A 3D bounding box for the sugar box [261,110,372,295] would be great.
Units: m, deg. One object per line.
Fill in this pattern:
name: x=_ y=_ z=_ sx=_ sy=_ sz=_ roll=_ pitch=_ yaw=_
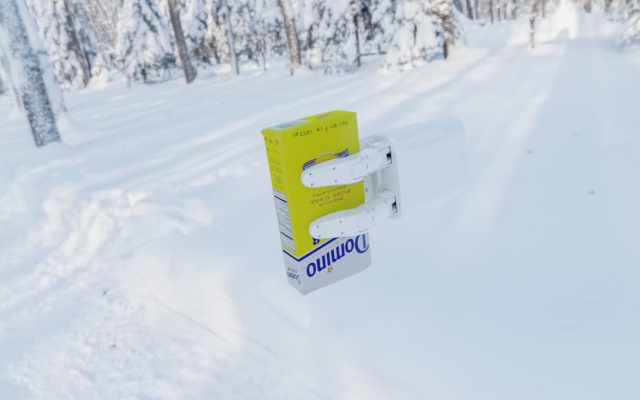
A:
sugar box: x=0.000 y=0.002 z=0.501 sx=0.093 sy=0.176 sz=0.048 roll=-19 pitch=20 yaw=-26
